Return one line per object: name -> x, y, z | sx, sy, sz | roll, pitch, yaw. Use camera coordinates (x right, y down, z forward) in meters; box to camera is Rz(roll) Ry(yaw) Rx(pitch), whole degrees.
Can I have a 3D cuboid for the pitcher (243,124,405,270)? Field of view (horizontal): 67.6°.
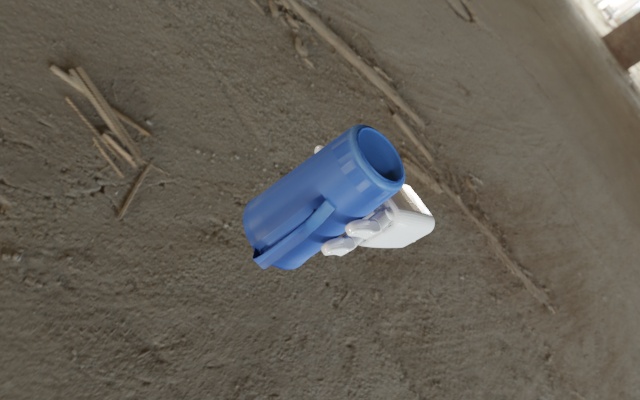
pitcher -> 0.000, 0.002, 0.703 | 0.145, 0.149, 0.243 | 12, -37, -42
